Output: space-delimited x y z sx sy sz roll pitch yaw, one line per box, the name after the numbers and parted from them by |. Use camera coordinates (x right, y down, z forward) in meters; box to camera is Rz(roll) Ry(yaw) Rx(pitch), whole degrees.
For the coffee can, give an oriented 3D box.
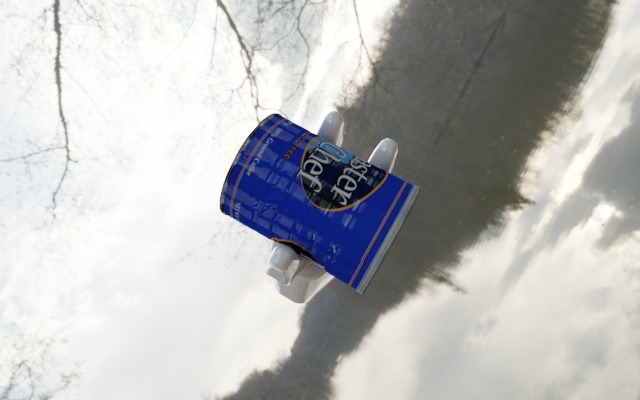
0.000 0.001 0.414 0.140 0.103 0.103 29 4 8 | coffee can
